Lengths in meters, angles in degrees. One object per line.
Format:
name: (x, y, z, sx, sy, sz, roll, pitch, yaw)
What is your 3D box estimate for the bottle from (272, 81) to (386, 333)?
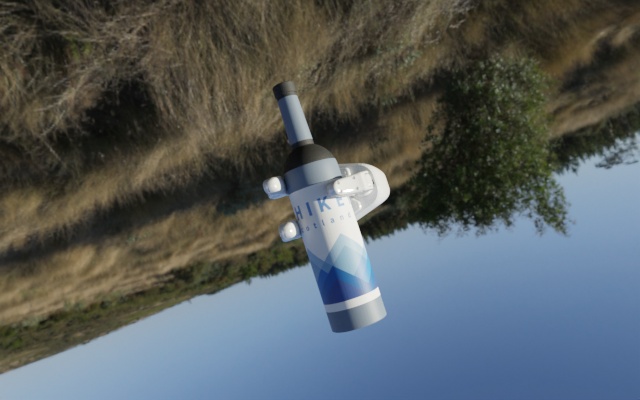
bottle: (0.000, 0.002, 0.563, 0.069, 0.295, 0.069, -18, -4, -1)
